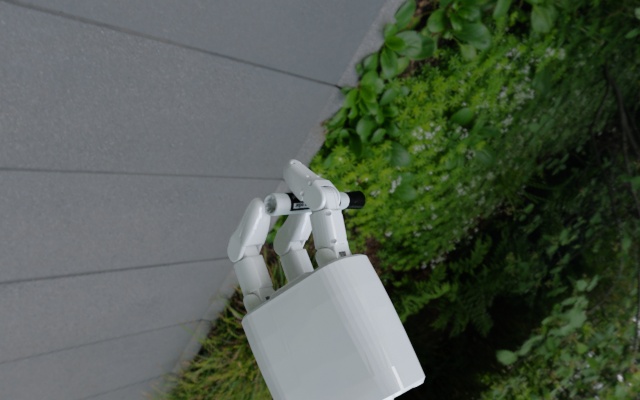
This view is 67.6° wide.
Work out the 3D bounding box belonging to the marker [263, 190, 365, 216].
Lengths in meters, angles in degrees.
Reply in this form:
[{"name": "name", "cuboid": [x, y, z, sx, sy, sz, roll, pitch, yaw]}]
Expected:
[{"name": "marker", "cuboid": [0.000, 0.001, 0.435, 0.020, 0.020, 0.121, 0, 2, 43]}]
